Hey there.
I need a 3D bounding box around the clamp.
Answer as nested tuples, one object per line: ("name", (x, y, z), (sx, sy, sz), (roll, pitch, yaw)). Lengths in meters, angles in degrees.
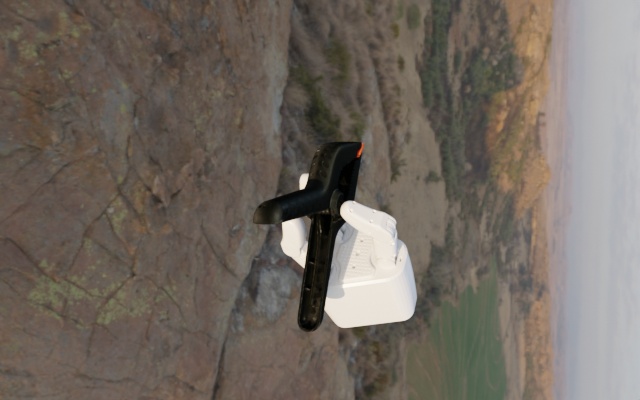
("clamp", (0.001, 0.001, 0.476), (0.036, 0.209, 0.165), (6, -38, 22))
